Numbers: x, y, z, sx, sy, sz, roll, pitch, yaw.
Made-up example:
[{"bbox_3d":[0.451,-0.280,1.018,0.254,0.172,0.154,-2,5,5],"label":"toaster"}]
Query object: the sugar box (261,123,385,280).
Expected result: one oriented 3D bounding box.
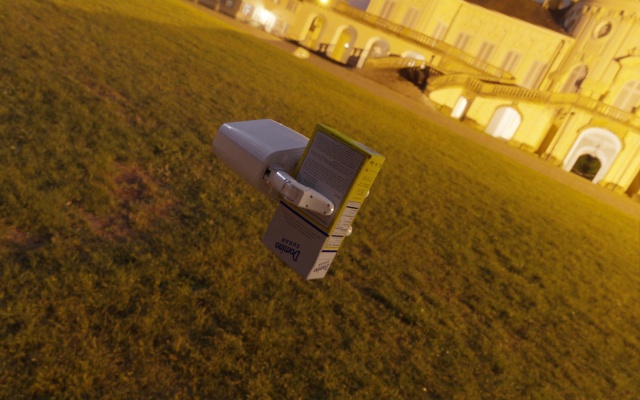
[{"bbox_3d":[0.000,0.002,0.608,0.093,0.176,0.048,35,17,32],"label":"sugar box"}]
